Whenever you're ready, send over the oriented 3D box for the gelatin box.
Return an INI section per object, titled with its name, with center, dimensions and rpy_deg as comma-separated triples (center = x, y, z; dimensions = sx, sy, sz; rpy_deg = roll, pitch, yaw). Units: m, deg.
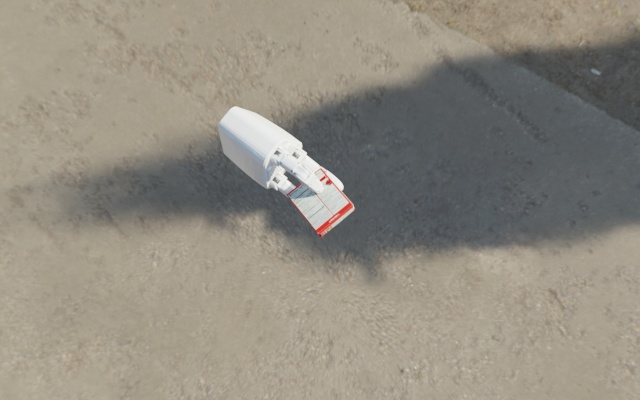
[gelatin box]
center = 0.000, 0.003, 0.778
dimensions = 0.073, 0.089, 0.030
rpy_deg = -39, -19, -2
